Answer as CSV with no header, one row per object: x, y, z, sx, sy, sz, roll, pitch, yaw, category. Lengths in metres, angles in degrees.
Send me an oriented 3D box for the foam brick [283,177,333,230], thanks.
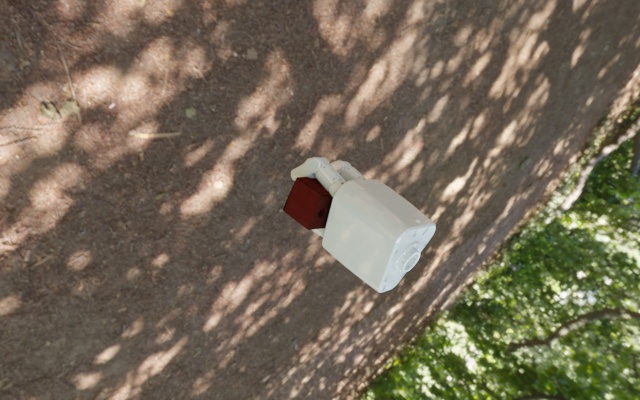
0.000,0.002,0.645,0.051,0.053,0.078,38,26,32,foam brick
